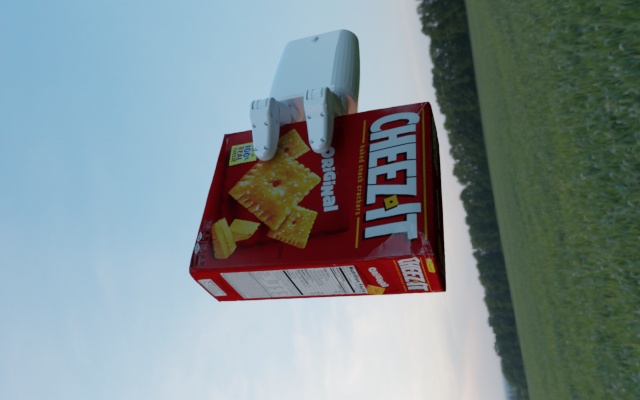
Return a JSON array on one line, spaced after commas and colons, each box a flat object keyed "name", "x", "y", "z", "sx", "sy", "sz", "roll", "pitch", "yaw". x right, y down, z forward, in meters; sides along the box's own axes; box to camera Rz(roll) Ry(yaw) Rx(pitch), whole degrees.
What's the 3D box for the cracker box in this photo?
[{"name": "cracker box", "x": 0.000, "y": 0.002, "z": 0.440, "sx": 0.214, "sy": 0.164, "sz": 0.072, "roll": -6, "pitch": -36, "yaw": 19}]
